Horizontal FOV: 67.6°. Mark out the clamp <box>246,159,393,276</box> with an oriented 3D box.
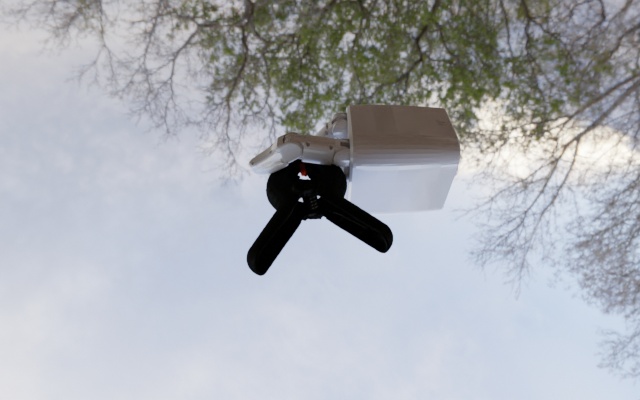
[{"bbox_3d":[0.000,0.002,0.444,0.120,0.039,0.171,0,38,0],"label":"clamp"}]
